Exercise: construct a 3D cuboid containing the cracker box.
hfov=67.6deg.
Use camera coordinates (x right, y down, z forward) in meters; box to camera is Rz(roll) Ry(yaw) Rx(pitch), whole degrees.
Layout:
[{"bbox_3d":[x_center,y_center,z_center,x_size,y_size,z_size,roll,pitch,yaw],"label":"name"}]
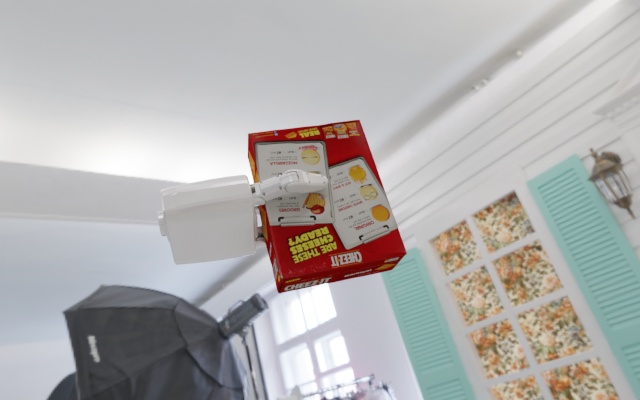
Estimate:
[{"bbox_3d":[0.000,0.002,0.646,0.164,0.213,0.072,-9,-26,-14],"label":"cracker box"}]
